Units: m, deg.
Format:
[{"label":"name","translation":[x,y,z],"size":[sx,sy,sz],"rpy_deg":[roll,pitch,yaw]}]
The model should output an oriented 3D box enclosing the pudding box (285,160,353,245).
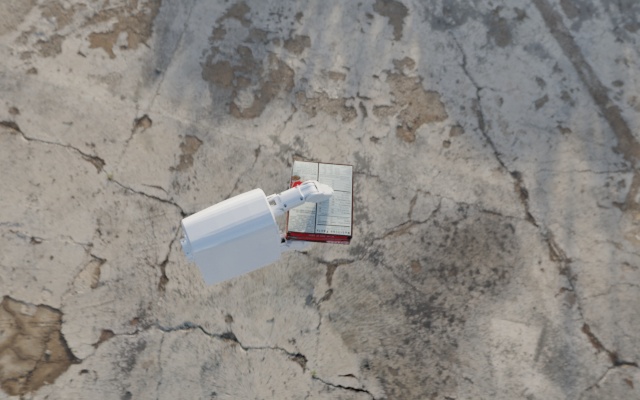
[{"label":"pudding box","translation":[0.000,0.002,0.663],"size":[0.090,0.113,0.039],"rpy_deg":[5,-22,-5]}]
